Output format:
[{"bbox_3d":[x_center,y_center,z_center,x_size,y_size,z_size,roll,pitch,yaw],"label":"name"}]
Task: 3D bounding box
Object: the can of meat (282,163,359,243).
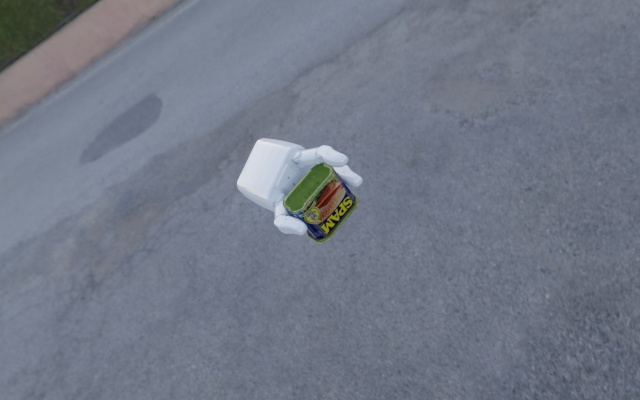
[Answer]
[{"bbox_3d":[0.000,0.002,0.761,0.057,0.102,0.084,27,-18,48],"label":"can of meat"}]
